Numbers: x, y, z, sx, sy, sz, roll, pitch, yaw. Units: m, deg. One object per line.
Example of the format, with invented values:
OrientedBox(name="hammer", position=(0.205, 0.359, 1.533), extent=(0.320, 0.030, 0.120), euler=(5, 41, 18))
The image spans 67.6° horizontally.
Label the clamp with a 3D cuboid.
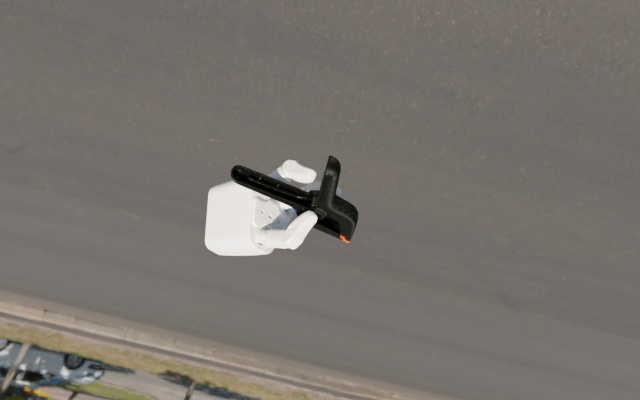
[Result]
OrientedBox(name="clamp", position=(0.000, 0.003, 0.661), extent=(0.164, 0.036, 0.210), euler=(-6, -32, 39))
